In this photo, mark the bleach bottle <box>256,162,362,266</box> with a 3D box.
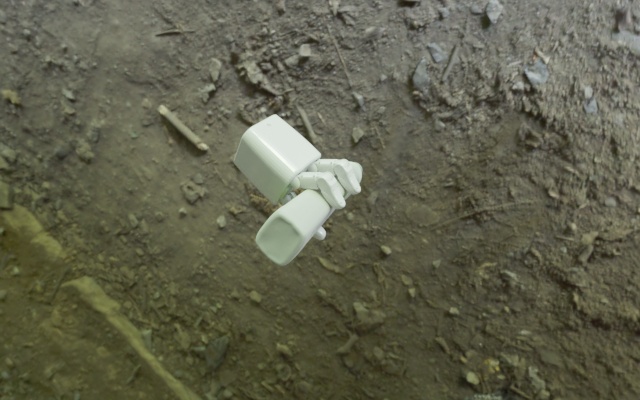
[{"bbox_3d":[0.000,0.003,0.800,0.250,0.068,0.103,-42,-6,-49],"label":"bleach bottle"}]
